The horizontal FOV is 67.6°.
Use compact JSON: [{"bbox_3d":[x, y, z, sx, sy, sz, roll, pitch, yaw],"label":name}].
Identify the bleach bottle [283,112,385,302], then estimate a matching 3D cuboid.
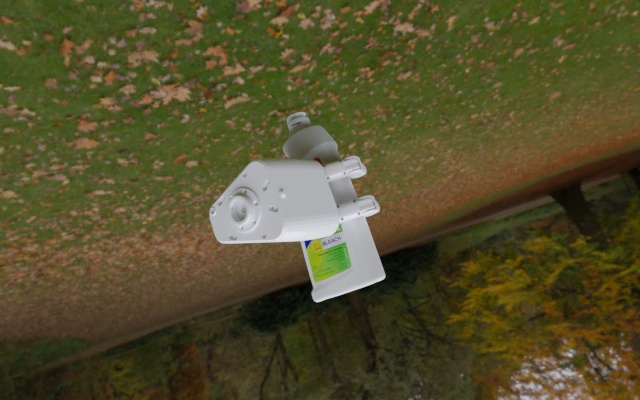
[{"bbox_3d":[0.000,0.002,0.651,0.102,0.250,0.068,-26,-12,33],"label":"bleach bottle"}]
